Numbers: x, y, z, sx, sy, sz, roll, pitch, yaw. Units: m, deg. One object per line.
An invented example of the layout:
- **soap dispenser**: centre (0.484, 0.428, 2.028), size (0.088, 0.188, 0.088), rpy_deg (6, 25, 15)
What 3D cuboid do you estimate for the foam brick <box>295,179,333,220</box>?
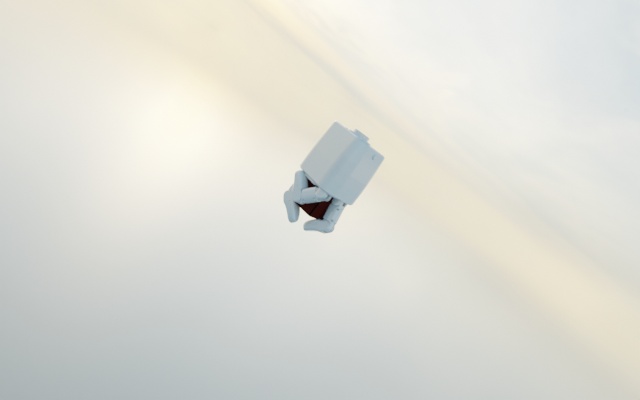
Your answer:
- **foam brick**: centre (0.000, 0.003, 0.872), size (0.053, 0.051, 0.078), rpy_deg (43, 10, 34)
